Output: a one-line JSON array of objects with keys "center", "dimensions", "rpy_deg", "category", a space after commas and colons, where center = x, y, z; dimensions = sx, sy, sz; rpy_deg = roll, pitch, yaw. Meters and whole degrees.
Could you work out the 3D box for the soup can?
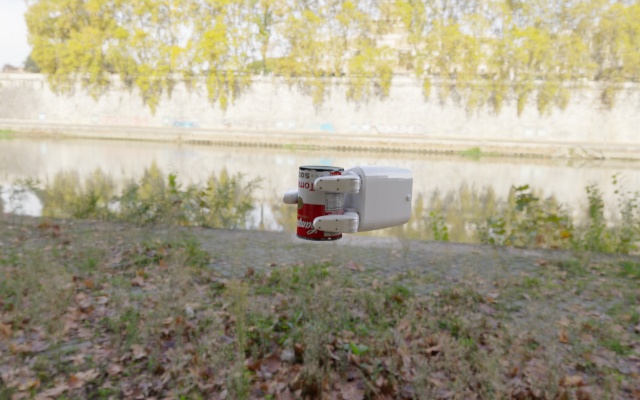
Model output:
[{"center": [0.000, 0.002, 0.691], "dimensions": [0.068, 0.102, 0.068], "rpy_deg": [2, 8, 0], "category": "soup can"}]
